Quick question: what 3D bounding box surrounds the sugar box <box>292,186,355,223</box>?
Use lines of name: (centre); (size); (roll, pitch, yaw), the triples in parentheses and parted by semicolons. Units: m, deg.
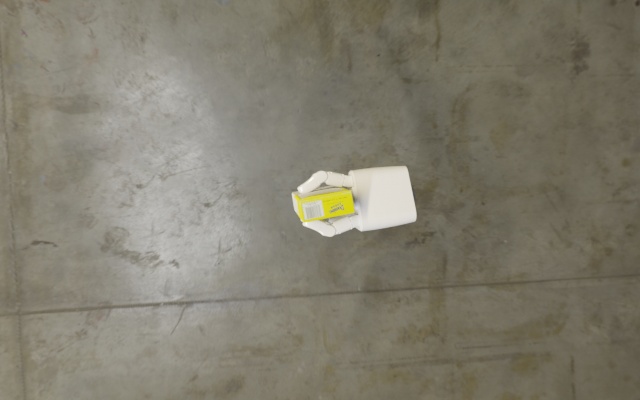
sugar box: (0.000, 0.003, 0.881); (0.093, 0.048, 0.176); (-10, 4, -6)
